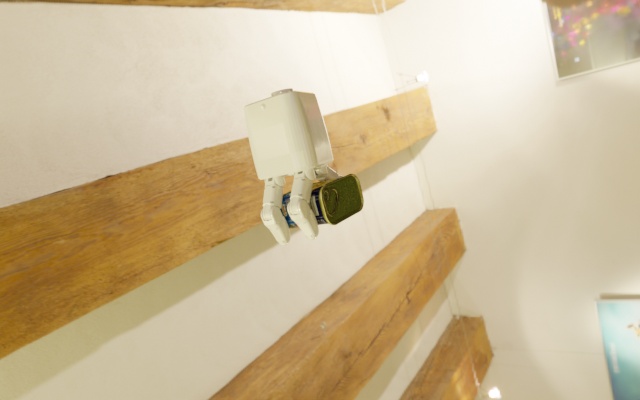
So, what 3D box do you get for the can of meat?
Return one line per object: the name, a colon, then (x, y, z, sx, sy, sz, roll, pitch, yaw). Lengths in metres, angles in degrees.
can of meat: (0.000, 0.002, 0.691, 0.084, 0.057, 0.102, -9, 10, 37)
